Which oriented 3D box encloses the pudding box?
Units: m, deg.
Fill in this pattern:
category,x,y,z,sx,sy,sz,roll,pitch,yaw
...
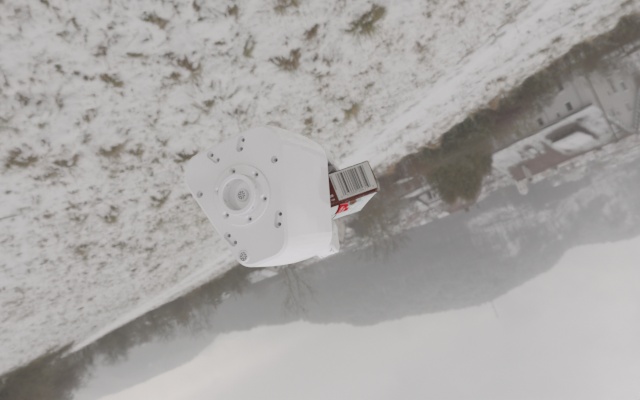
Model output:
category,x,y,z,sx,sy,sz,roll,pitch,yaw
pudding box,0.000,0.002,0.533,0.113,0.039,0.090,-18,-11,-11
